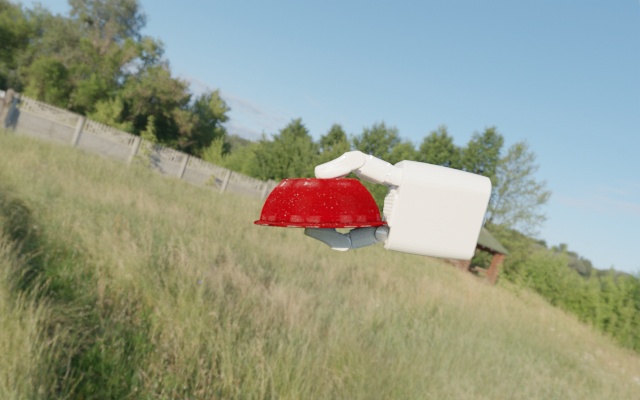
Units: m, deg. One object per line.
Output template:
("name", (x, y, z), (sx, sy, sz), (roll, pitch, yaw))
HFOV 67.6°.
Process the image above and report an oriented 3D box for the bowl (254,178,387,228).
("bowl", (-0.001, 0.001, 0.578), (0.162, 0.055, 0.162), (0, 1, 0))
